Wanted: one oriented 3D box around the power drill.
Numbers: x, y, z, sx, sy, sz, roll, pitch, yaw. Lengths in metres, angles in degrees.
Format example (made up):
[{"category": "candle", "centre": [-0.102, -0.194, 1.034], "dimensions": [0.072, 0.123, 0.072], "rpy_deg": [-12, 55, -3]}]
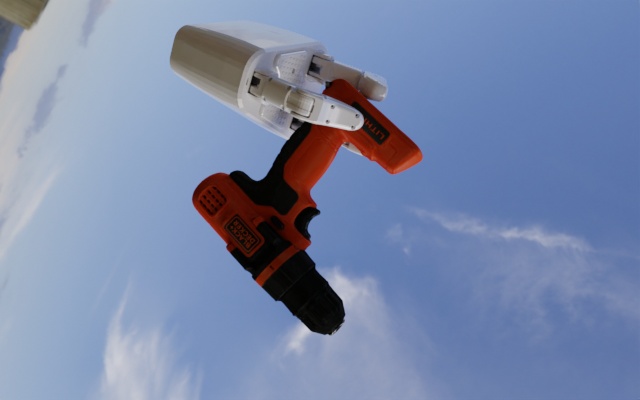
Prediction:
[{"category": "power drill", "centre": [0.000, 0.001, 0.431], "dimensions": [0.187, 0.184, 0.057], "rpy_deg": [-45, -7, 4]}]
